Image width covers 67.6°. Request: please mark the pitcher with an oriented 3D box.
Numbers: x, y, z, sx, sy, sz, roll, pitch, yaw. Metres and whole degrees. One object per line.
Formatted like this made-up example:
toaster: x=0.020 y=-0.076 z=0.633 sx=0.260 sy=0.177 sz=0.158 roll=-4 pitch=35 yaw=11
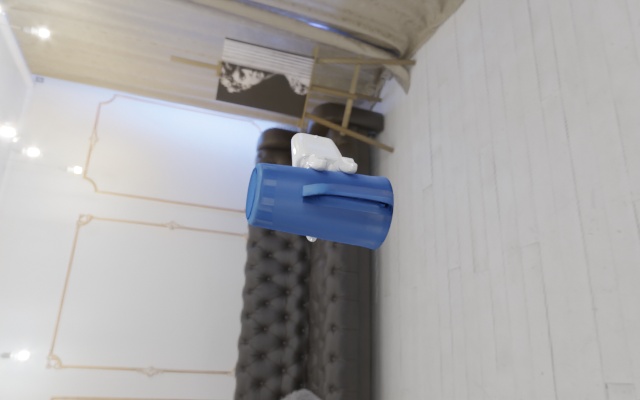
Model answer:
pitcher: x=0.000 y=0.003 z=0.830 sx=0.243 sy=0.149 sz=0.145 roll=9 pitch=30 yaw=-16
